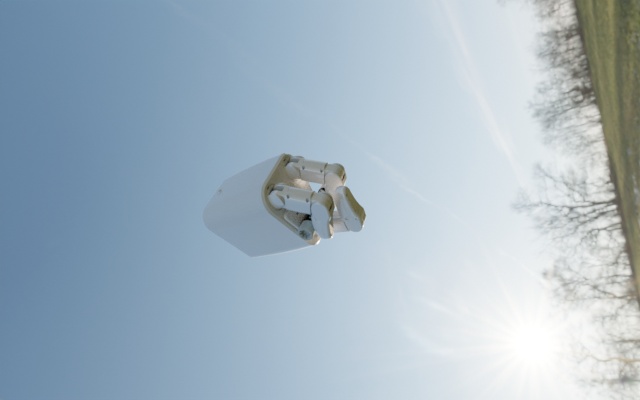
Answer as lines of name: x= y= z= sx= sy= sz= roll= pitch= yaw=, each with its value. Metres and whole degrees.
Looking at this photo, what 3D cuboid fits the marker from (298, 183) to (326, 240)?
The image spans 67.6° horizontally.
marker: x=0.000 y=0.002 z=0.588 sx=0.020 sy=0.020 sz=0.121 roll=0 pitch=38 yaw=22
